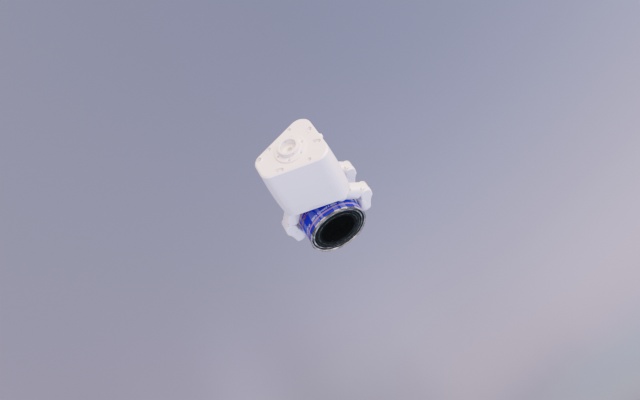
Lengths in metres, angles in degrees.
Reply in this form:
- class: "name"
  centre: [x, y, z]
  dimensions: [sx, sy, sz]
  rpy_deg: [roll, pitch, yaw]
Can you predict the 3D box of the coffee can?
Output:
- class: "coffee can"
  centre: [0.000, 0.003, 0.825]
  dimensions: [0.103, 0.103, 0.140]
  rpy_deg: [0, 42, -36]
